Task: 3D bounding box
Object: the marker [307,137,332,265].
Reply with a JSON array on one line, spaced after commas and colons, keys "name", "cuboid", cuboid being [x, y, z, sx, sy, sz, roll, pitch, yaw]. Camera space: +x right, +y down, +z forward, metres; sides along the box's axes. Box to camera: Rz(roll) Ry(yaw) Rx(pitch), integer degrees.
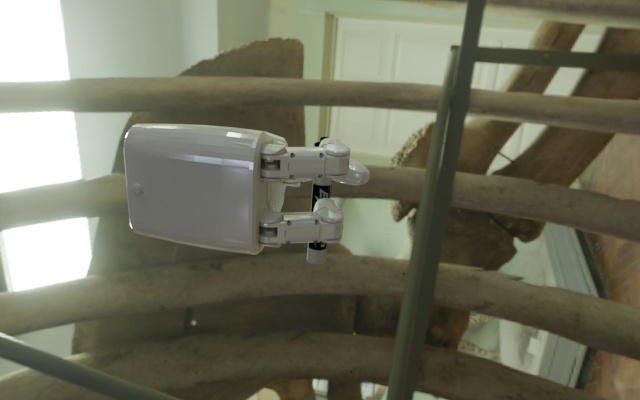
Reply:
[{"name": "marker", "cuboid": [0.000, 0.001, 0.441, 0.020, 0.121, 0.020, 4, 20, -1]}]
